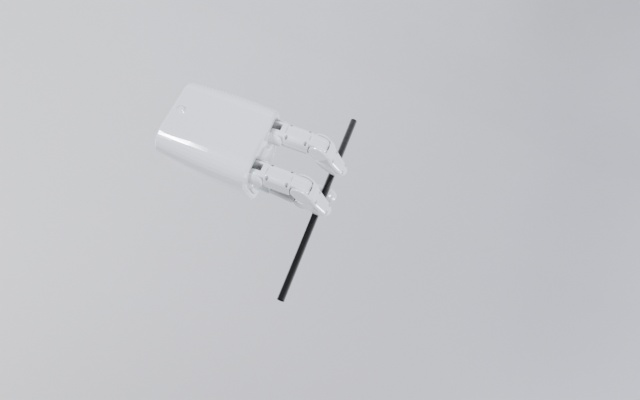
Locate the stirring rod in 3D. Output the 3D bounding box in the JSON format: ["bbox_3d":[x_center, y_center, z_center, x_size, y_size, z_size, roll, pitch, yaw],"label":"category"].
[{"bbox_3d":[0.000,0.002,0.541,0.011,0.239,0.011,18,-26,9],"label":"stirring rod"}]
